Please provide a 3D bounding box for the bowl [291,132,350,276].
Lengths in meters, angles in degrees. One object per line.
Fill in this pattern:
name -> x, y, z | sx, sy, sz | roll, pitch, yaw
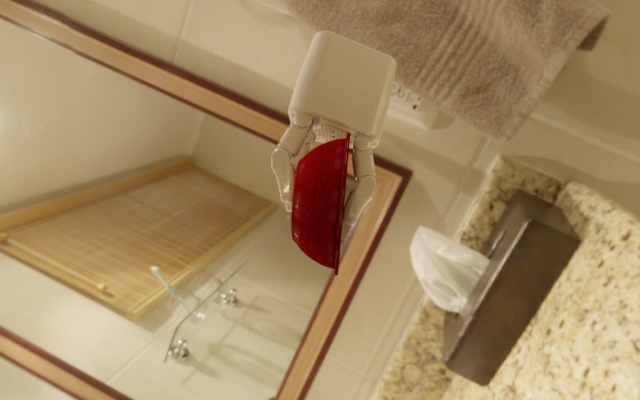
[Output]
bowl -> 0.000, 0.003, 0.538 | 0.055, 0.162, 0.162 | 4, 0, 3
